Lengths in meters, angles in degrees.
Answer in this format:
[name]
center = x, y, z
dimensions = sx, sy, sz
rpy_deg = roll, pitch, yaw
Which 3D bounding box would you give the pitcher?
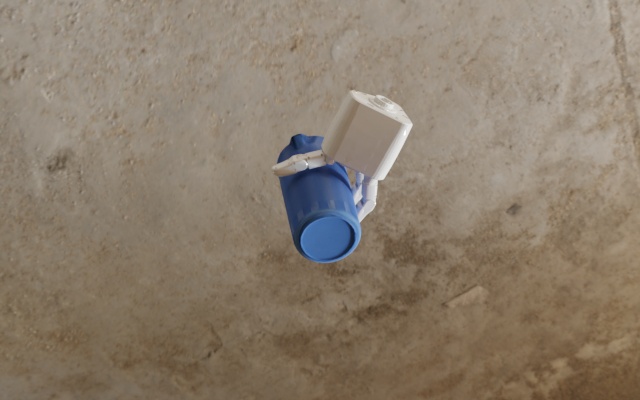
[pitcher]
center = 0.000, 0.003, 0.843
dimensions = 0.149, 0.145, 0.242
rpy_deg = 19, 28, -20
